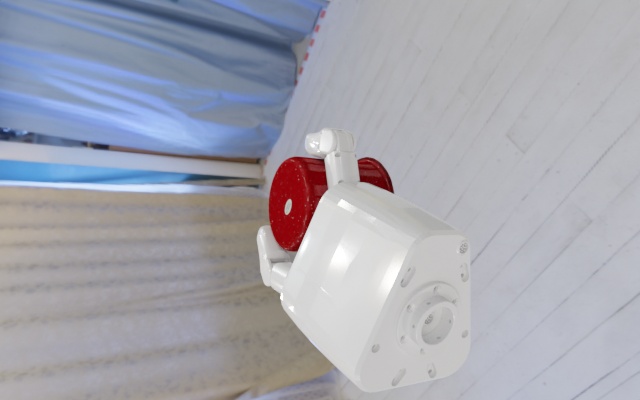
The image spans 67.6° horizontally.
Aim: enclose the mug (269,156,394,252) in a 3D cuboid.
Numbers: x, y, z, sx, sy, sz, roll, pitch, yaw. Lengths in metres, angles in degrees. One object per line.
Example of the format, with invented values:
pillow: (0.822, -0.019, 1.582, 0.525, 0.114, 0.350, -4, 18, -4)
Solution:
mug: (-0.001, 0.001, 0.435, 0.081, 0.093, 0.117, 3, 13, -30)
